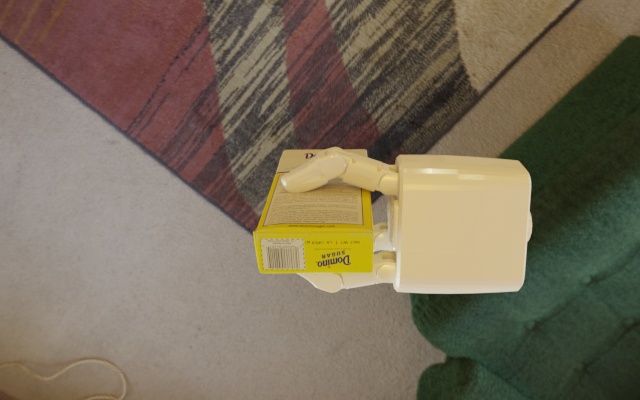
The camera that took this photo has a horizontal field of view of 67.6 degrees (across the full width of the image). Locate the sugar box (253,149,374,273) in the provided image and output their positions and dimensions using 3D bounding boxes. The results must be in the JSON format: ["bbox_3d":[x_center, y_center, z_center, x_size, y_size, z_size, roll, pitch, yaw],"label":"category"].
[{"bbox_3d":[0.000,0.002,0.444,0.093,0.048,0.176,0,24,4],"label":"sugar box"}]
